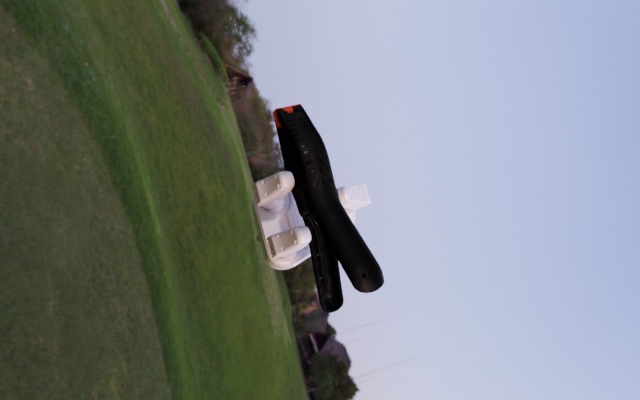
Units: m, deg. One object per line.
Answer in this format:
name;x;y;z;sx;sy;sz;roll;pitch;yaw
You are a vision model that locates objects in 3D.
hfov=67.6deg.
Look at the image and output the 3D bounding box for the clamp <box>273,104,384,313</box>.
clamp;0.001;0.001;0.443;0.036;0.210;0.164;-14;-9;-16
